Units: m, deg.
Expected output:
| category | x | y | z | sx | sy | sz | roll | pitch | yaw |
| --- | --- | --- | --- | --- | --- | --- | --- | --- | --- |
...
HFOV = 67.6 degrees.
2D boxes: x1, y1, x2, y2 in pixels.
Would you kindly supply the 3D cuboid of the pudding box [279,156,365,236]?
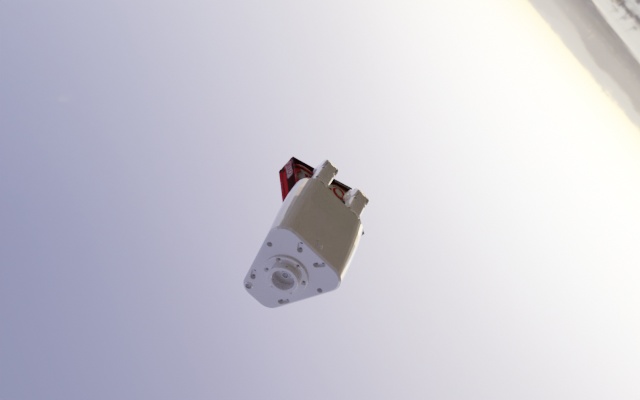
| category | x | y | z | sx | sy | sz | roll | pitch | yaw |
| --- | --- | --- | --- | --- | --- | --- | --- | --- | --- |
| pudding box | 0.000 | 0.002 | 0.639 | 0.113 | 0.090 | 0.039 | 28 | -55 | -34 |
